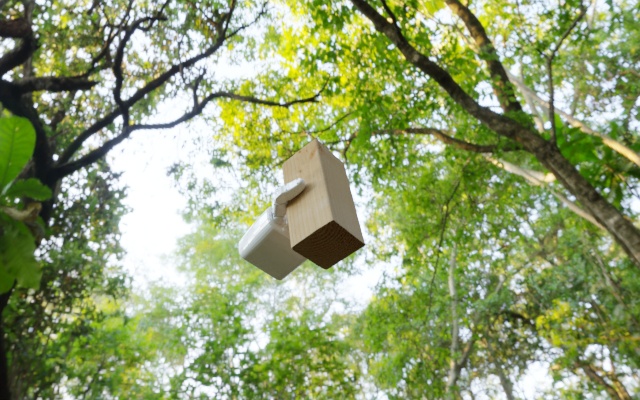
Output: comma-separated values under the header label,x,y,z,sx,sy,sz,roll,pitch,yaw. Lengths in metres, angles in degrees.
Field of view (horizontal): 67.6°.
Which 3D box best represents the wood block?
label,x,y,z,sx,sy,sz,roll,pitch,yaw
wood block,0.000,0.003,0.835,0.090,0.206,0.091,-35,-49,22
